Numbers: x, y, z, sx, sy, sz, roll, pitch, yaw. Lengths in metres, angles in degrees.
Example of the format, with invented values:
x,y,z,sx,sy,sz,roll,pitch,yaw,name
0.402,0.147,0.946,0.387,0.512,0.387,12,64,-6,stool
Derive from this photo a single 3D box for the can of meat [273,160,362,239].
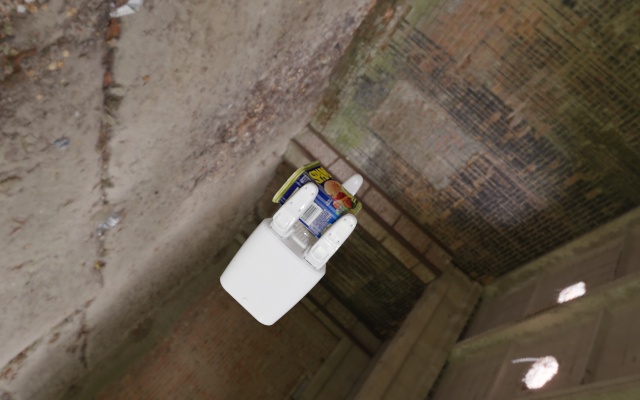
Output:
x,y,z,sx,sy,sz,roll,pitch,yaw,name
0.000,0.002,0.588,0.084,0.057,0.102,43,16,3,can of meat
